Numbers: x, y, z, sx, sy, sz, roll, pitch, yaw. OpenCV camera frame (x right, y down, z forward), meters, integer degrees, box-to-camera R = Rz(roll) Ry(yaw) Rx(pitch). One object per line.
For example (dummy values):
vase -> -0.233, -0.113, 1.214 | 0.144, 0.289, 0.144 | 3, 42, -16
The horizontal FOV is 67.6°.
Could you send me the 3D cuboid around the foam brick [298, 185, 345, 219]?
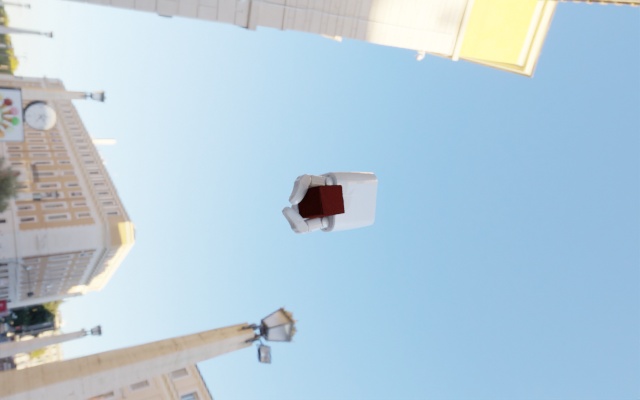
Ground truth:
foam brick -> 0.000, 0.003, 0.858 | 0.051, 0.053, 0.078 | -3, -5, -34
